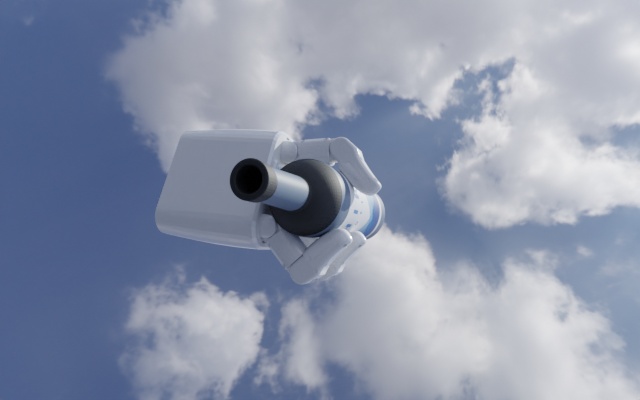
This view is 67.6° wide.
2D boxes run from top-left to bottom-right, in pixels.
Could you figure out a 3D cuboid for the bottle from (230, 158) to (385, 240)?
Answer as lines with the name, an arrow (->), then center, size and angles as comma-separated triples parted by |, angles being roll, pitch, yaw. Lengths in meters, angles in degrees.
bottle -> 0.000, 0.001, 0.438 | 0.069, 0.069, 0.296 | 0, -6, 18
